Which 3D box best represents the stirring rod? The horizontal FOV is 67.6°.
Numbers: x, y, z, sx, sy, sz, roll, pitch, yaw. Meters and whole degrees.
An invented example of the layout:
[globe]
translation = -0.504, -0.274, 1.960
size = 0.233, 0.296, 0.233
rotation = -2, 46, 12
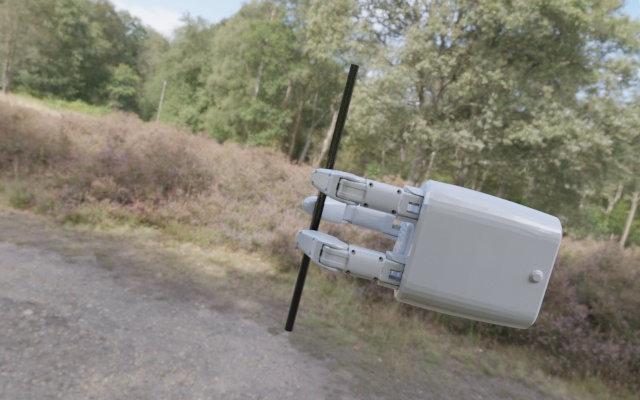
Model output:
[stirring rod]
translation = 0.000, 0.001, 0.419
size = 0.011, 0.239, 0.011
rotation = 14, 7, -2
